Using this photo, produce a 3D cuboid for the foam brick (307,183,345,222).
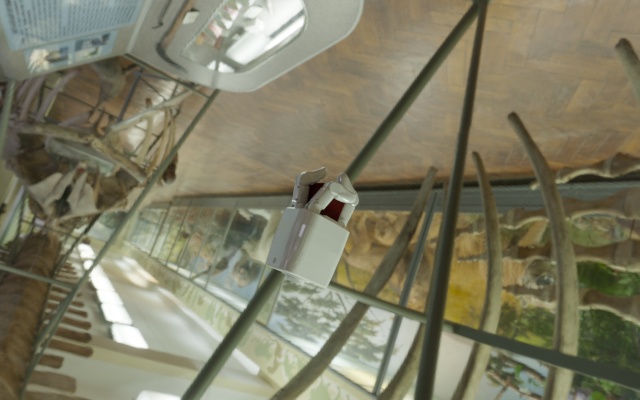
[{"bbox_3d":[0.000,0.003,0.841,0.053,0.051,0.078,28,-12,-25],"label":"foam brick"}]
